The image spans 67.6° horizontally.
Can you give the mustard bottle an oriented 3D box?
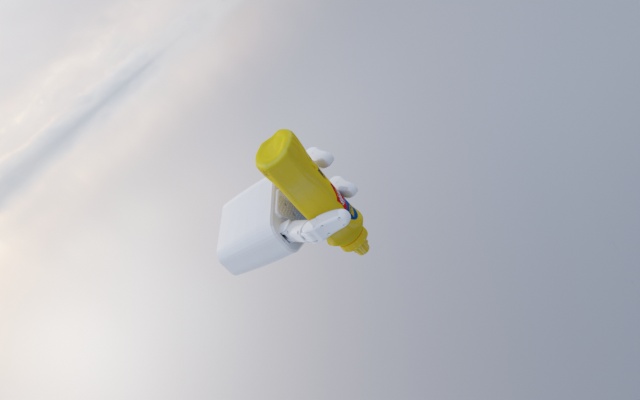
[{"bbox_3d":[0.000,0.002,0.596,0.058,0.192,0.096,-38,24,6],"label":"mustard bottle"}]
